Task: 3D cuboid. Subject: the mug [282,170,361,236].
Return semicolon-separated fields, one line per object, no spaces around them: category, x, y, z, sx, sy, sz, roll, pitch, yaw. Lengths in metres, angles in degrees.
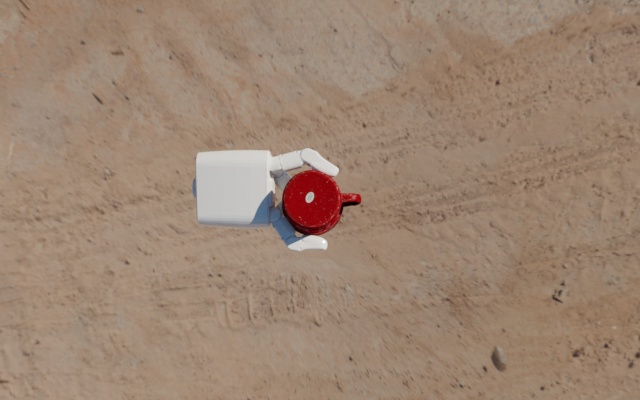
mug;0.002;0.002;0.681;0.117;0.093;0.081;-1;-7;0
